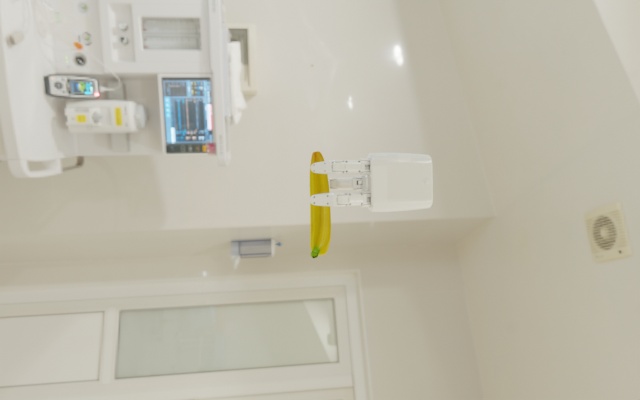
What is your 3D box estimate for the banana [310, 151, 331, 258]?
[{"bbox_3d":[0.000,0.013,0.833,0.037,0.197,0.070,-1,-24,-1],"label":"banana"}]
